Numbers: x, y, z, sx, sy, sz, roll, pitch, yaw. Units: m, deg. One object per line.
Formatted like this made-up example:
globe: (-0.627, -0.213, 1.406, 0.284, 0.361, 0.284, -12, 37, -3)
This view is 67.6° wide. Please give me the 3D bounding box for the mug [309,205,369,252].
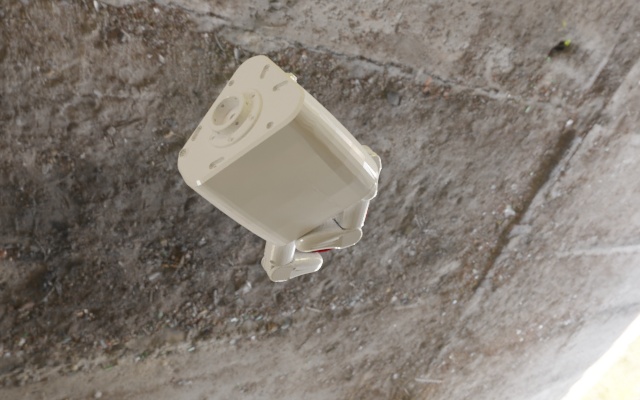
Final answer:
mug: (0.001, 0.002, 0.478, 0.117, 0.093, 0.081, 38, 9, -46)
